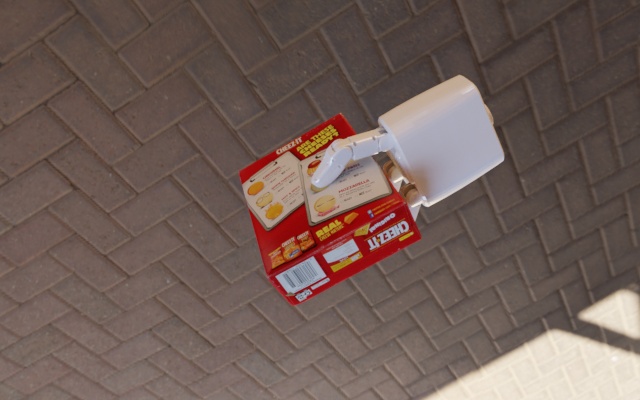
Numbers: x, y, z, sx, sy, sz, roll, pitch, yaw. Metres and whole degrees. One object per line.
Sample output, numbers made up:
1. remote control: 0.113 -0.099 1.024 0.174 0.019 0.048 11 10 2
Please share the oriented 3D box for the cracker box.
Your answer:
1. cracker box: 0.000 0.002 0.583 0.164 0.072 0.213 -29 38 3
